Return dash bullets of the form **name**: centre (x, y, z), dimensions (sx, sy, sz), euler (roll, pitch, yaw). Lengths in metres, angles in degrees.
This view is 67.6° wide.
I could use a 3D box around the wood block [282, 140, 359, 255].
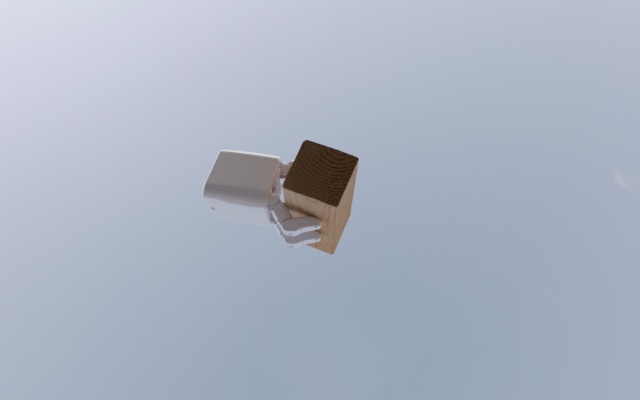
- **wood block**: centre (0.000, 0.002, 0.786), dimensions (0.090, 0.090, 0.206), euler (20, -24, 9)
